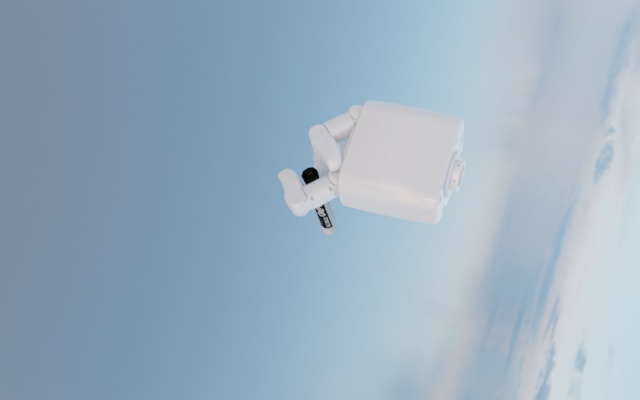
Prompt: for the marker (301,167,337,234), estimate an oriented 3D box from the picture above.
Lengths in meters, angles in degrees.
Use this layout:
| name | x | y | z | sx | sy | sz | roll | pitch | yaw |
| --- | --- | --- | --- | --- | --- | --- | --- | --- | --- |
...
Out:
| name | x | y | z | sx | sy | sz | roll | pitch | yaw |
| --- | --- | --- | --- | --- | --- | --- | --- | --- | --- |
| marker | 0.000 | 0.002 | 0.560 | 0.020 | 0.020 | 0.121 | 0 | -34 | 15 |
